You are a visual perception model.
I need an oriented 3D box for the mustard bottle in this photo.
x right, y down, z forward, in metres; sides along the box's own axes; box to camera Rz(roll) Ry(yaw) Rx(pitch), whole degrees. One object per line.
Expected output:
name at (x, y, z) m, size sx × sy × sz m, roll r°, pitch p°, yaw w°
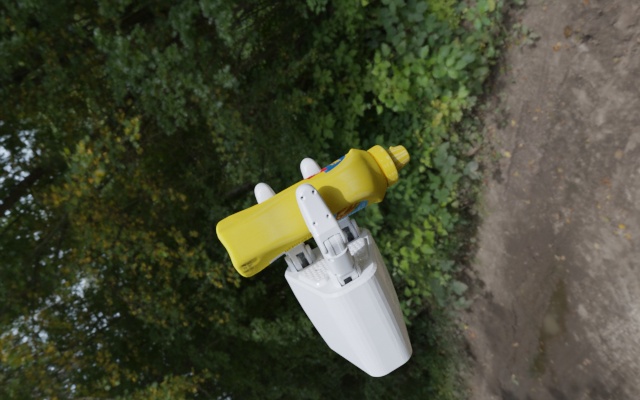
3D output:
mustard bottle at (0.000, 0.001, 0.451) m, size 0.191 × 0.058 × 0.096 m, roll -29°, pitch -5°, yaw -7°
